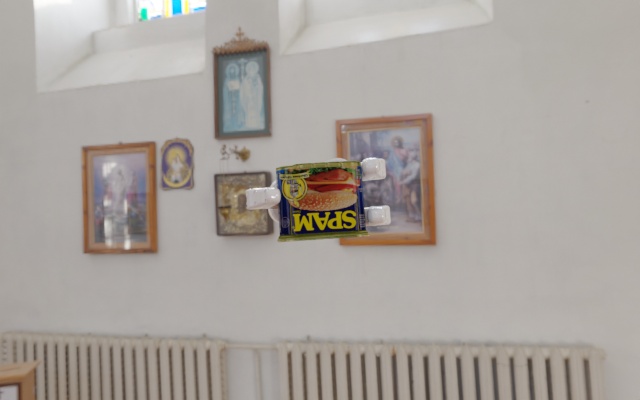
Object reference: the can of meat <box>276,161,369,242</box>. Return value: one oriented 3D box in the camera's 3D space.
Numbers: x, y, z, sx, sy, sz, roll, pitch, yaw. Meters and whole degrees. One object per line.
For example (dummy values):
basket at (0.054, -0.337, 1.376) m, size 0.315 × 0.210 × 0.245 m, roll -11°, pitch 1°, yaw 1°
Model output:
can of meat at (0.000, 0.001, 0.538) m, size 0.102 × 0.084 × 0.057 m, roll -3°, pitch -3°, yaw -6°
